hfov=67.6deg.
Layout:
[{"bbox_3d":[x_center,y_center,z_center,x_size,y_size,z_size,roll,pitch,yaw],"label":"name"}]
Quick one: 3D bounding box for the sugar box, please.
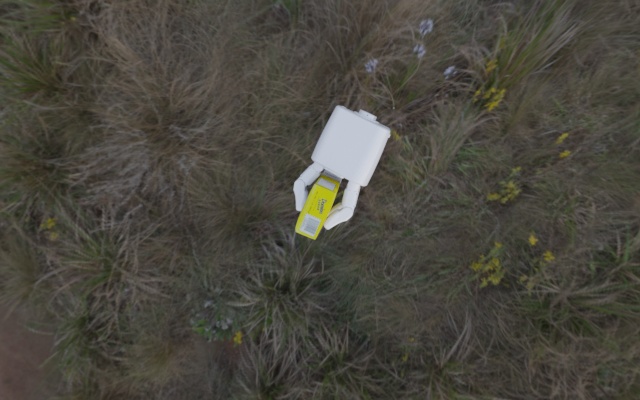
[{"bbox_3d":[0.001,0.003,0.890,0.048,0.093,0.176,25,14,3],"label":"sugar box"}]
